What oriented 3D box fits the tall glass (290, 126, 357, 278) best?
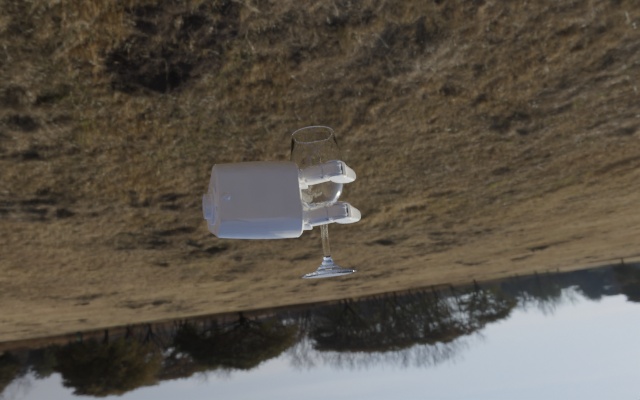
[{"bbox_3d":[0.000,0.003,0.657,0.079,0.201,0.079,-6,-13,-1],"label":"tall glass"}]
